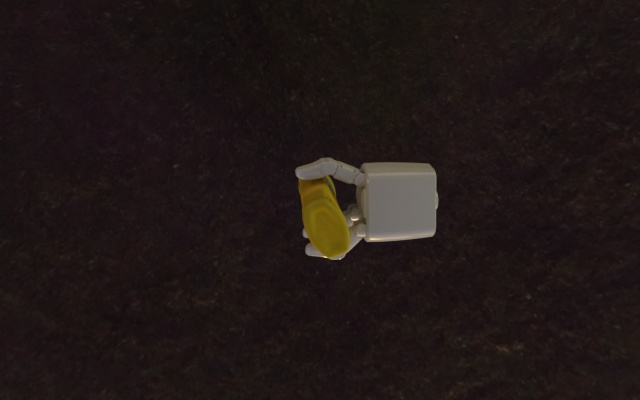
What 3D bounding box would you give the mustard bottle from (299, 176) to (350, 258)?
[{"bbox_3d":[0.000,0.003,0.739,0.058,0.096,0.191,-24,24,5],"label":"mustard bottle"}]
